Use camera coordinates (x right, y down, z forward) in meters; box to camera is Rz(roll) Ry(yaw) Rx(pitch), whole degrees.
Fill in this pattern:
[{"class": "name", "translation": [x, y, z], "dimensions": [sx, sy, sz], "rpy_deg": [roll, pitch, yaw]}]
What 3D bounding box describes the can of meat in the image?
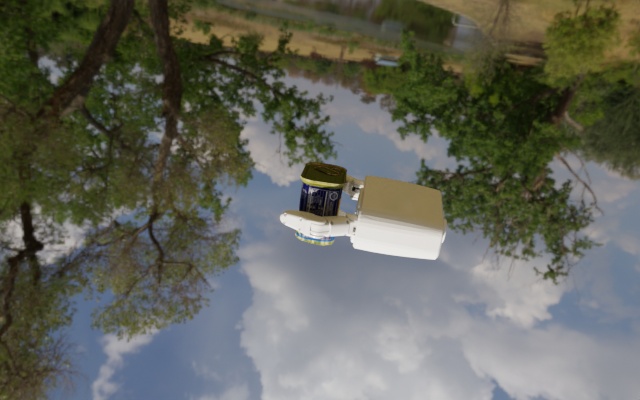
[{"class": "can of meat", "translation": [0.000, 0.002, 0.635], "dimensions": [0.057, 0.084, 0.102], "rpy_deg": [9, 18, 1]}]
